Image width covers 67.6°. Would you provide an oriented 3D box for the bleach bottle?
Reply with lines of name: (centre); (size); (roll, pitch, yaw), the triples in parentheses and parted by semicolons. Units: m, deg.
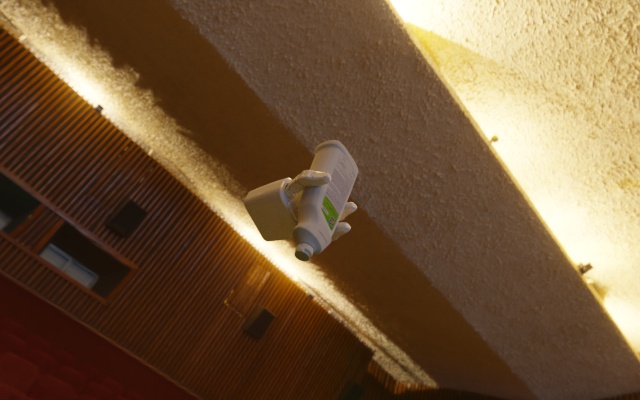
bleach bottle: (0.000, 0.003, 0.899); (0.068, 0.250, 0.103); (-15, -53, 35)
